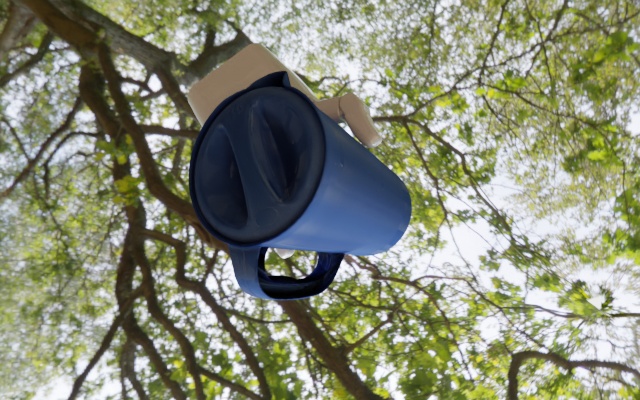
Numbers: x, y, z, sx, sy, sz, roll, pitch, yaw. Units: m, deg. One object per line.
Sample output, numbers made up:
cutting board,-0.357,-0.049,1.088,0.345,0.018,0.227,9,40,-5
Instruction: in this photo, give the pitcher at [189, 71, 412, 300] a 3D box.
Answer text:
pitcher,0.000,0.001,0.467,0.145,0.149,0.243,52,16,28
